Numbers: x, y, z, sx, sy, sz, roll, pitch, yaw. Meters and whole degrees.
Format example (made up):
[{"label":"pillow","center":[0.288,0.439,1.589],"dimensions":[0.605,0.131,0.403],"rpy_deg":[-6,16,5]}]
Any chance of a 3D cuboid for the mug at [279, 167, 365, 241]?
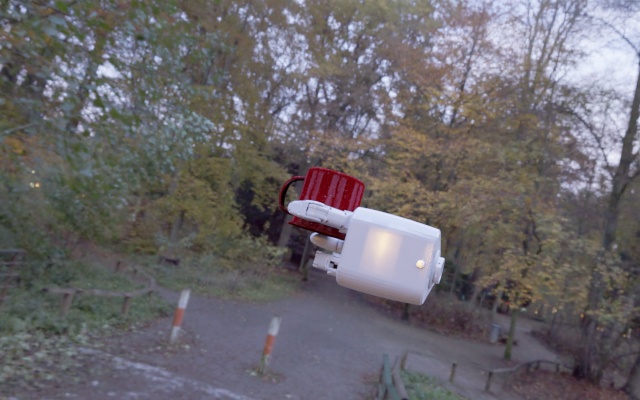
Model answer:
[{"label":"mug","center":[-0.001,0.002,0.648],"dimensions":[0.117,0.081,0.093],"rpy_deg":[15,-6,16]}]
